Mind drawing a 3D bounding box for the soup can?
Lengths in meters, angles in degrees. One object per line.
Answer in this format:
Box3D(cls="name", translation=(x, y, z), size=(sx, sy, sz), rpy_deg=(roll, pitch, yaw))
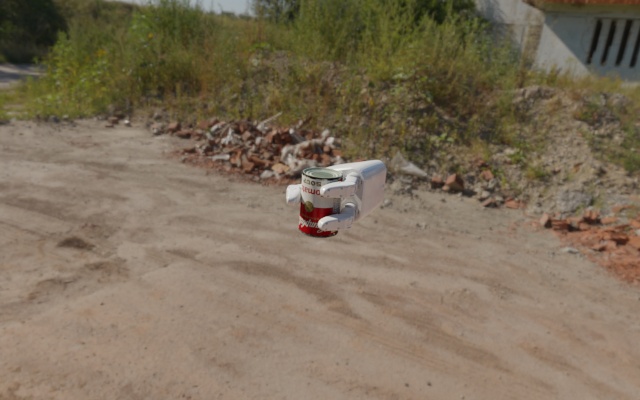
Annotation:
Box3D(cls="soup can", translation=(0.000, 0.002, 0.791), size=(0.068, 0.102, 0.068), rpy_deg=(4, 18, -1))
